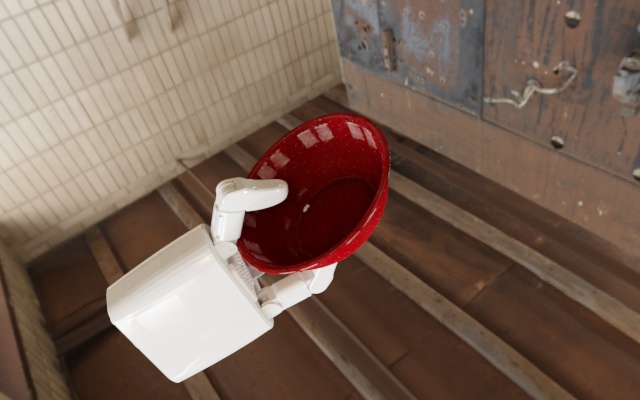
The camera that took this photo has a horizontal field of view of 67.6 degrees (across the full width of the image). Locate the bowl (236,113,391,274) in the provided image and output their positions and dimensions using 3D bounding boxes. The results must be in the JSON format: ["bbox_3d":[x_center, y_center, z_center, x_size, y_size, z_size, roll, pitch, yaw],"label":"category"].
[{"bbox_3d":[0.001,0.001,0.428,0.162,0.162,0.055,0,-31,39],"label":"bowl"}]
